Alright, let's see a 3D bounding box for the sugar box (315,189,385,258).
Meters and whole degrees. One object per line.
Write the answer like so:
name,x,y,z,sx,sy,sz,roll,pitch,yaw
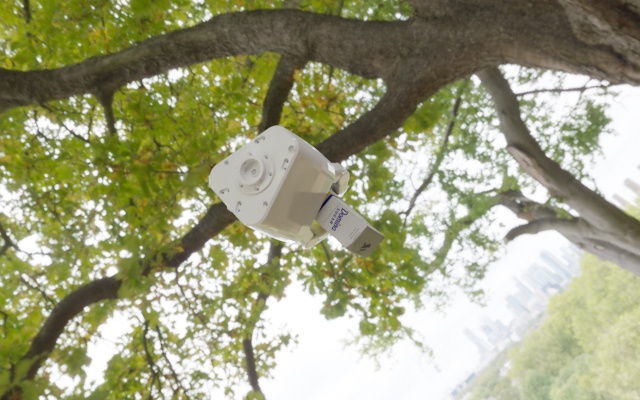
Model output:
sugar box,0.000,0.002,0.639,0.176,0.048,0.093,44,5,24
